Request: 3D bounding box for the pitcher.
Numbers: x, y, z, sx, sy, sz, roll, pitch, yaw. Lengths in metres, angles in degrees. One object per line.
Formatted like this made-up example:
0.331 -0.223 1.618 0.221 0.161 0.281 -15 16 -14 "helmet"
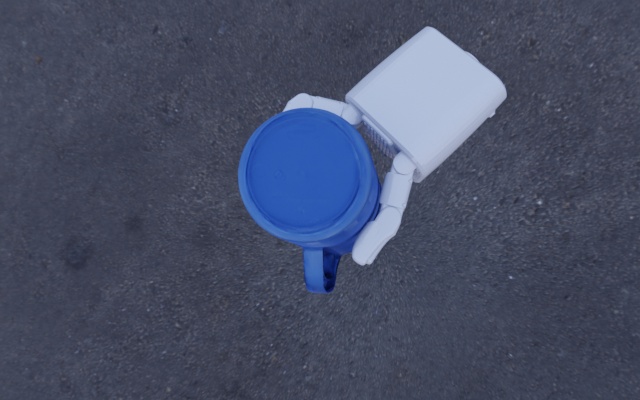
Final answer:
0.000 0.001 0.483 0.145 0.149 0.243 -42 -9 1 "pitcher"
